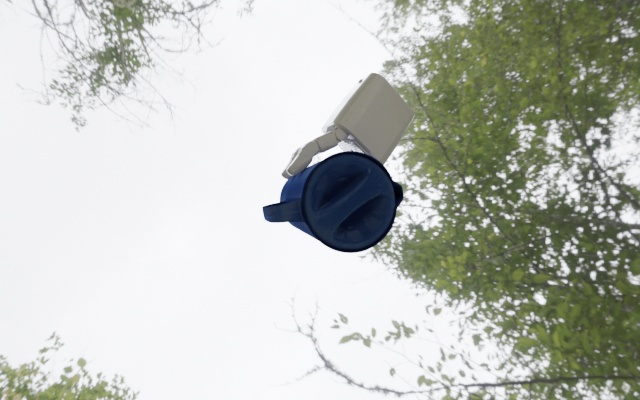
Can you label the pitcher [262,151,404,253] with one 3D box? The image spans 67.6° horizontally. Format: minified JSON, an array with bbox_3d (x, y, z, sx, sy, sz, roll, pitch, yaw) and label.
[{"bbox_3d":[0.000,0.002,0.728,0.149,0.145,0.243,35,-9,-13],"label":"pitcher"}]
